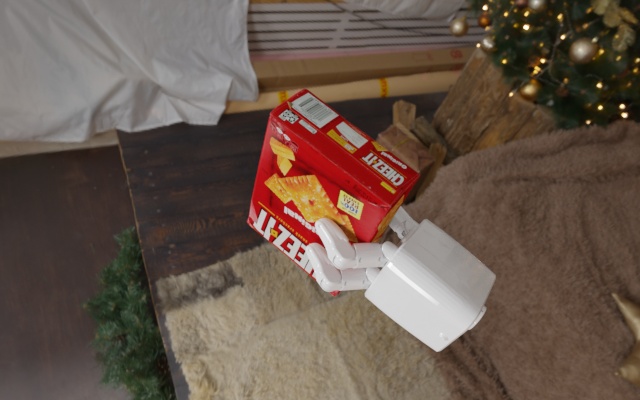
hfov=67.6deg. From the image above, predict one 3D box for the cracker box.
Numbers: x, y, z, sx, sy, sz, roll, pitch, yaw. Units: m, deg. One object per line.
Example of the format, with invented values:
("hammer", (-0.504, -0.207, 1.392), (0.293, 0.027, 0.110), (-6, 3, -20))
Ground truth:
("cracker box", (0.000, 0.002, 0.574), (0.072, 0.164, 0.214), (-41, -16, -36))
